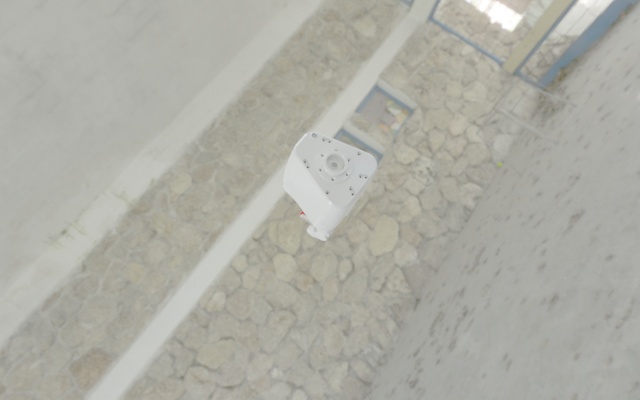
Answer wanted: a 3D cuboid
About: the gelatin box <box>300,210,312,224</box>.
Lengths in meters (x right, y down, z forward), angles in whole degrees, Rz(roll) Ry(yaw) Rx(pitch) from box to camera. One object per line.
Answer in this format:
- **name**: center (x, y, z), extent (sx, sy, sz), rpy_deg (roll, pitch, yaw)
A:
- **gelatin box**: center (0.000, 0.002, 0.791), extent (0.030, 0.073, 0.089), rpy_deg (38, -7, -2)
